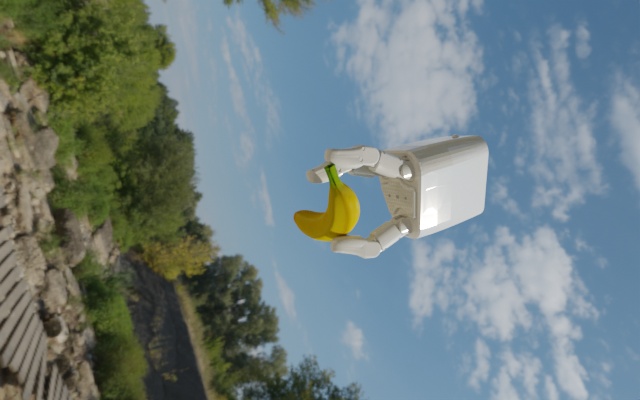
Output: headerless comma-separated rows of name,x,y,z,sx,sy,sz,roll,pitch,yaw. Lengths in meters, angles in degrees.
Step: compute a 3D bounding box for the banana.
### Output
banana,0.008,0.018,0.586,0.037,0.069,0.198,-20,-12,-21
